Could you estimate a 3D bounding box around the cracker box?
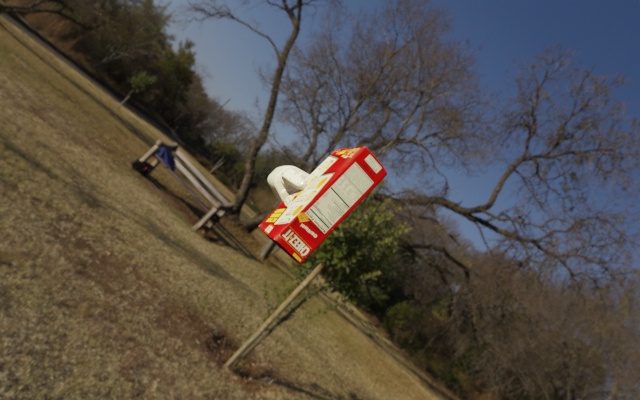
[{"bbox_3d":[0.000,0.003,0.841,0.072,0.213,0.164,46,-8,-14],"label":"cracker box"}]
